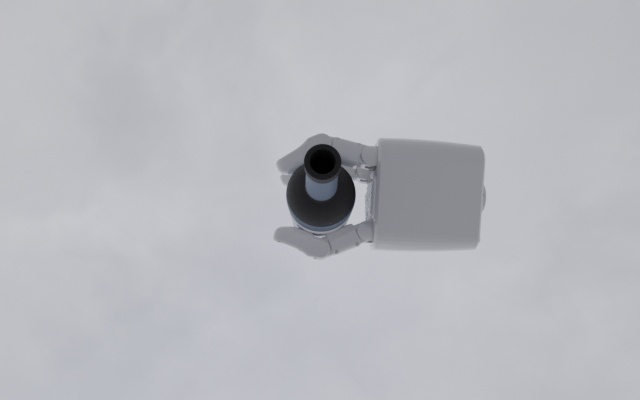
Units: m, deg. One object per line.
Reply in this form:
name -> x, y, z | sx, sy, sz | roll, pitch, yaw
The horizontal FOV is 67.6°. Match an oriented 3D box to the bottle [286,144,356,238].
bottle -> 0.000, 0.002, 0.489 | 0.069, 0.069, 0.296 | 0, -12, -1
